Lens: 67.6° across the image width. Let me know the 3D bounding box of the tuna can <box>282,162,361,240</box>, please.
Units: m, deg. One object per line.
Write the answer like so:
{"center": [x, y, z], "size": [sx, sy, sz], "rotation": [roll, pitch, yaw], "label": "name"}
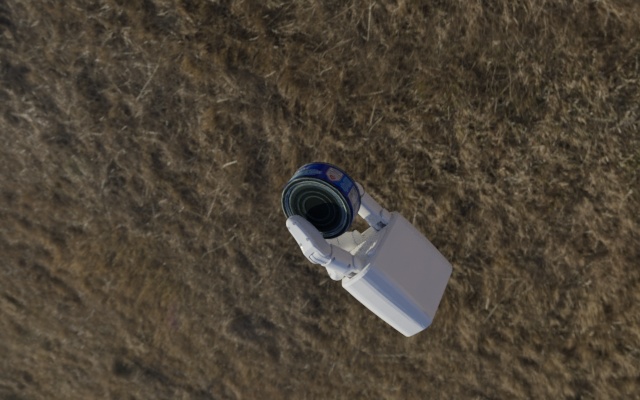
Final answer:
{"center": [0.000, 0.002, 0.537], "size": [0.086, 0.086, 0.033], "rotation": [0, 32, 25], "label": "tuna can"}
